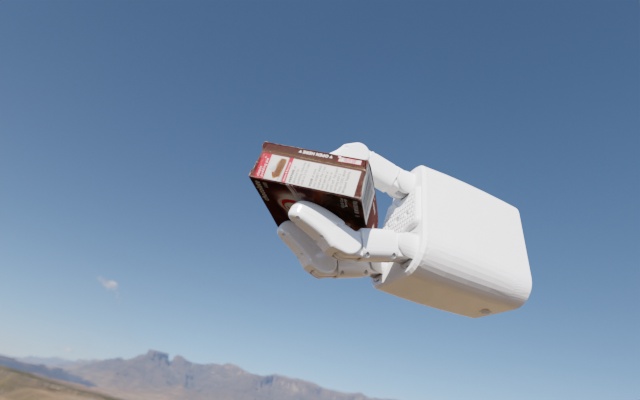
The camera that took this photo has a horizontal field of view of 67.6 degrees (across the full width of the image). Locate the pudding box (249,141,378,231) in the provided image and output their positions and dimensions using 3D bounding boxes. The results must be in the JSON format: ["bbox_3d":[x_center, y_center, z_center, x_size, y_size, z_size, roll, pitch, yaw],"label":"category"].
[{"bbox_3d":[0.000,0.001,0.404,0.090,0.039,0.114,11,-27,15],"label":"pudding box"}]
